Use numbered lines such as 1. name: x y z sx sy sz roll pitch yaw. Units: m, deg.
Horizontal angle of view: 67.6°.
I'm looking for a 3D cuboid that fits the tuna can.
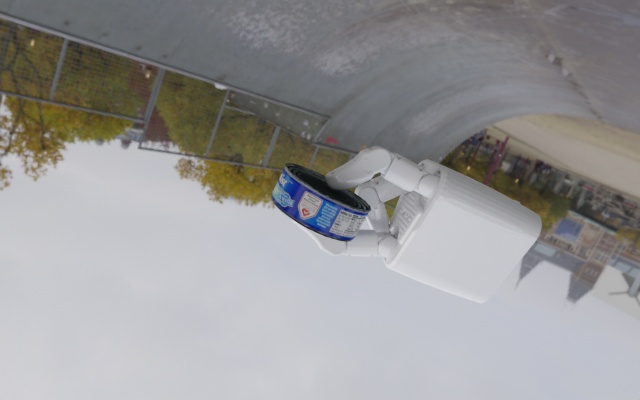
1. tuna can: 0.000 0.002 0.426 0.086 0.034 0.086 27 12 -6
